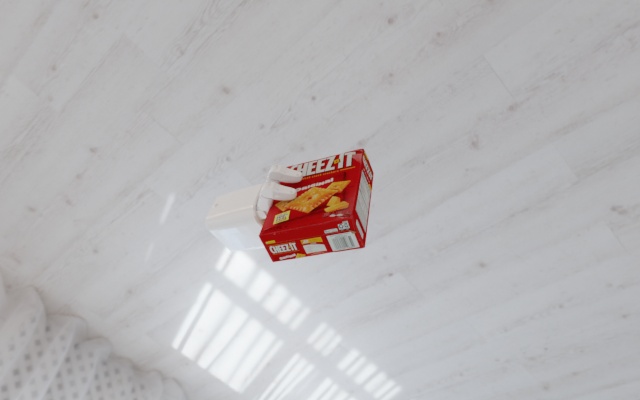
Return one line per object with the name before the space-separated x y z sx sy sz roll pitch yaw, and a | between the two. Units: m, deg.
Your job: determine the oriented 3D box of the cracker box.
cracker box | 0.000 0.003 0.839 0.164 0.072 0.213 -11 34 19
